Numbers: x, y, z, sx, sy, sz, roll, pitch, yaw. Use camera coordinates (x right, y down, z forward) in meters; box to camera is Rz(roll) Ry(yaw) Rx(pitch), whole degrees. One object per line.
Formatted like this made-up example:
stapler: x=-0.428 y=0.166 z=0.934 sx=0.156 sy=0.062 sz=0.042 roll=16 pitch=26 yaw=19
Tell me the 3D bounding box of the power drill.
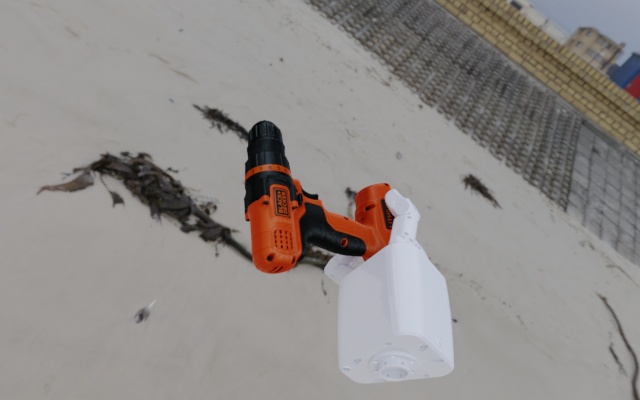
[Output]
power drill: x=0.001 y=0.002 z=0.556 sx=0.188 sy=0.184 sz=0.057 roll=11 pitch=-32 yaw=-30
